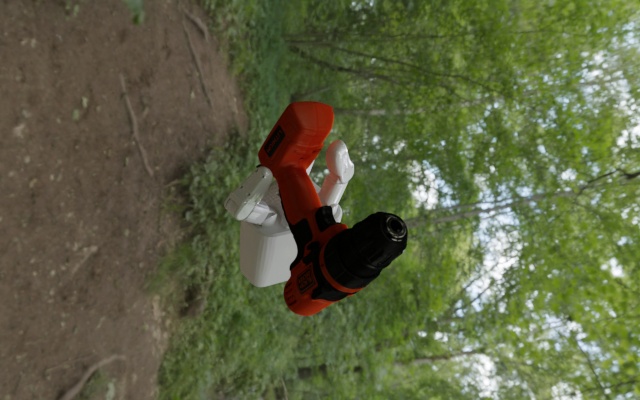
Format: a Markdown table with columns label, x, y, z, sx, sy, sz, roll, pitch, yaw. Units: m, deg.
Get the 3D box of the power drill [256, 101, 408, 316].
| label | x | y | z | sx | sy | sz | roll | pitch | yaw |
| --- | --- | --- | --- | --- | --- | --- | --- | --- | --- |
| power drill | 0.000 | 0.001 | 0.457 | 0.057 | 0.187 | 0.184 | 1 | -28 | -31 |
